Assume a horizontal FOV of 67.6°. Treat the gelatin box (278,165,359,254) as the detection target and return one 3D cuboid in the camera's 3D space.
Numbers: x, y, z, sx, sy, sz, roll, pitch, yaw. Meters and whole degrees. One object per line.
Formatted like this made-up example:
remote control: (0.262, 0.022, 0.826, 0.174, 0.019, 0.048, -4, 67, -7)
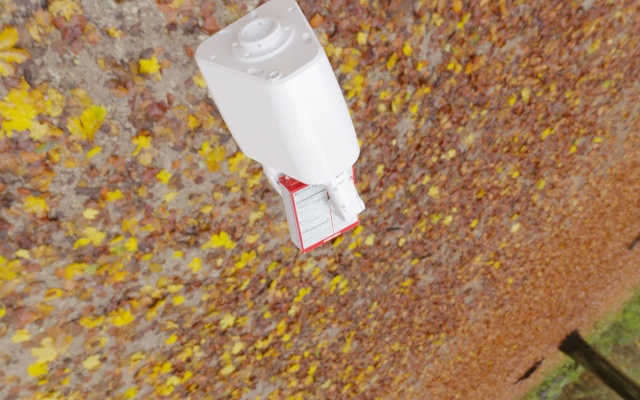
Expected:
gelatin box: (0.000, 0.002, 0.493, 0.073, 0.089, 0.030, -27, 42, -20)
